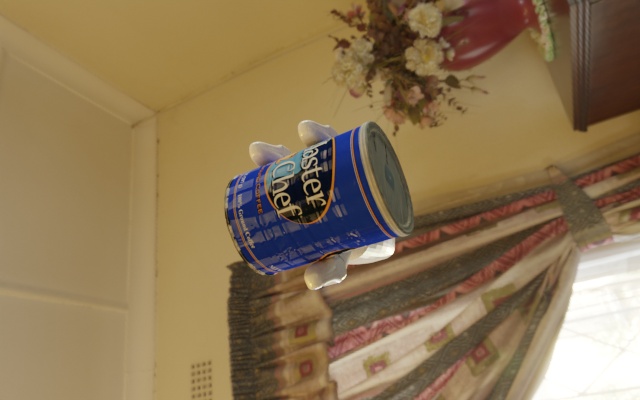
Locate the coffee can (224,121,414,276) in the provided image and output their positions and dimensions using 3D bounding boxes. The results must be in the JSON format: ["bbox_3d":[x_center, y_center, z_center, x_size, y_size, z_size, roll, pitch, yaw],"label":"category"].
[{"bbox_3d":[0.000,0.001,0.433,0.140,0.103,0.103,-19,-8,22],"label":"coffee can"}]
